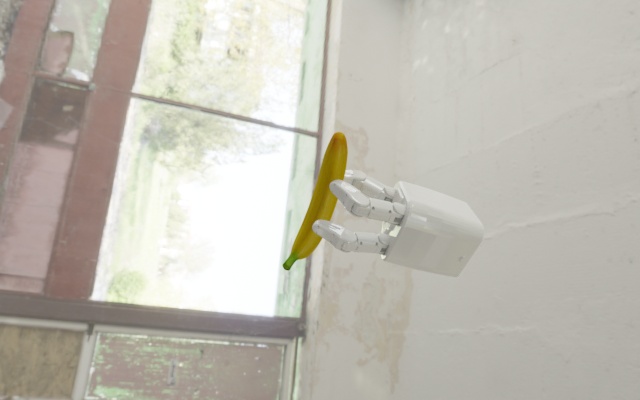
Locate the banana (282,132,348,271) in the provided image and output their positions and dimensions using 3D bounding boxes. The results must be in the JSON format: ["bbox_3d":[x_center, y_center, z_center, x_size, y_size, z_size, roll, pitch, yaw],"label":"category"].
[{"bbox_3d":[0.002,0.002,0.646,0.037,0.198,0.069,21,13,6],"label":"banana"}]
